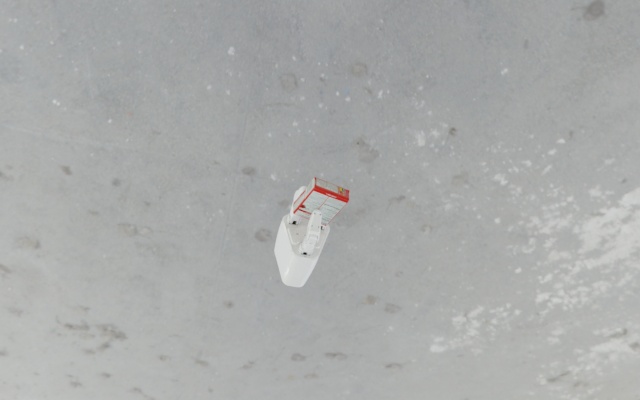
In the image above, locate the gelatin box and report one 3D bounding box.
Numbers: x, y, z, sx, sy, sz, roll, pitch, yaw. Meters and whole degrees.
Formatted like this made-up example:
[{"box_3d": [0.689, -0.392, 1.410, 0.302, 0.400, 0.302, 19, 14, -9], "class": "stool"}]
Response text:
[{"box_3d": [0.000, 0.003, 0.880, 0.073, 0.030, 0.089, 20, -43, -20], "class": "gelatin box"}]
